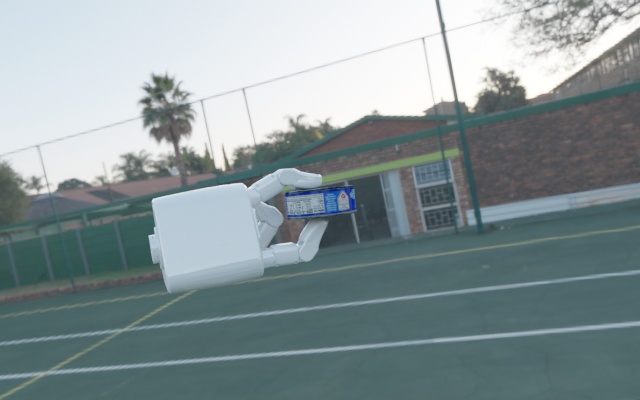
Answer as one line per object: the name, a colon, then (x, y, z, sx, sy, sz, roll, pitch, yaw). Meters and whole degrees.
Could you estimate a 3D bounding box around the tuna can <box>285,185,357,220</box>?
tuna can: (0.000, 0.001, 0.580, 0.086, 0.034, 0.086, -6, 1, 0)
